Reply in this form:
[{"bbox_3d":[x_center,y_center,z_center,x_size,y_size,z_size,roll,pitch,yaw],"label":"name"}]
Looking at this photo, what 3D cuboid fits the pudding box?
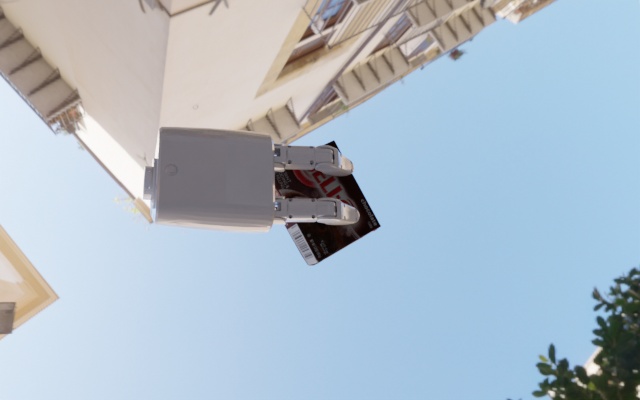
[{"bbox_3d":[0.000,0.002,0.522,0.090,0.113,0.039,-27,-1,-27],"label":"pudding box"}]
